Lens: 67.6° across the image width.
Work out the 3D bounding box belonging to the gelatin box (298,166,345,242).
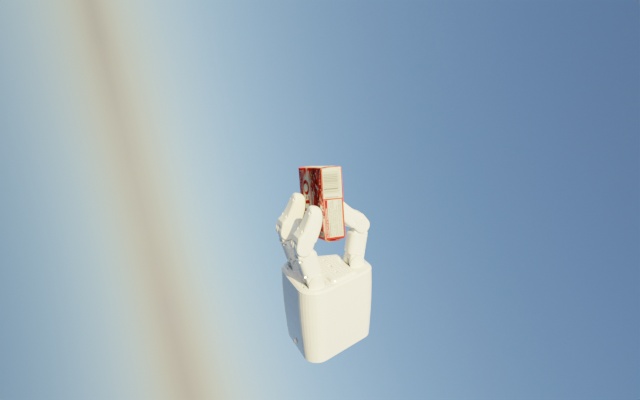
[{"bbox_3d":[0.000,0.002,0.591,0.030,0.089,0.073,-6,6,-23],"label":"gelatin box"}]
